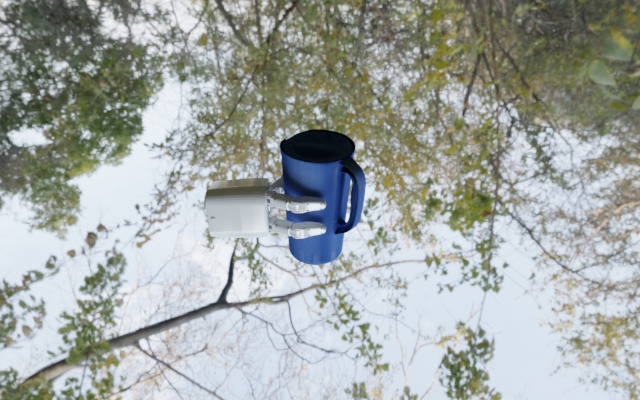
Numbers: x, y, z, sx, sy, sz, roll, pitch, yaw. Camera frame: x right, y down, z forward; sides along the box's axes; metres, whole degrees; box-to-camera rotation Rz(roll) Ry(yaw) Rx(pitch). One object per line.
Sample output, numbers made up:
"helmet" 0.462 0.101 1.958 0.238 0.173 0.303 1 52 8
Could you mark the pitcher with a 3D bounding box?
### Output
"pitcher" 0.000 0.003 0.890 0.145 0.243 0.149 -1 33 -3
